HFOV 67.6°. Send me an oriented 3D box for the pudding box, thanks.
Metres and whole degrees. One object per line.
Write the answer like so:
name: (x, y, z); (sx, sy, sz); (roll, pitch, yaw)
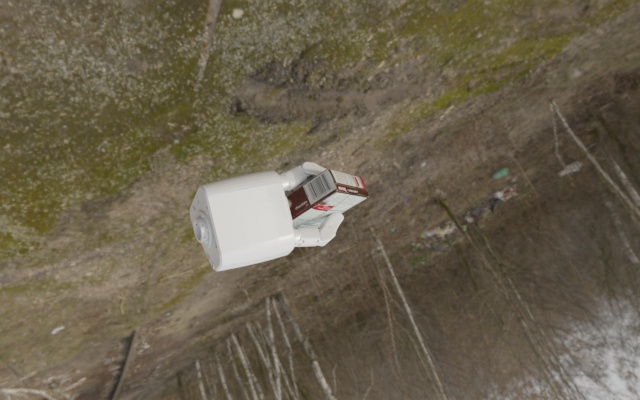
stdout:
pudding box: (0.000, 0.002, 0.690); (0.113, 0.039, 0.090); (-31, -21, 28)
